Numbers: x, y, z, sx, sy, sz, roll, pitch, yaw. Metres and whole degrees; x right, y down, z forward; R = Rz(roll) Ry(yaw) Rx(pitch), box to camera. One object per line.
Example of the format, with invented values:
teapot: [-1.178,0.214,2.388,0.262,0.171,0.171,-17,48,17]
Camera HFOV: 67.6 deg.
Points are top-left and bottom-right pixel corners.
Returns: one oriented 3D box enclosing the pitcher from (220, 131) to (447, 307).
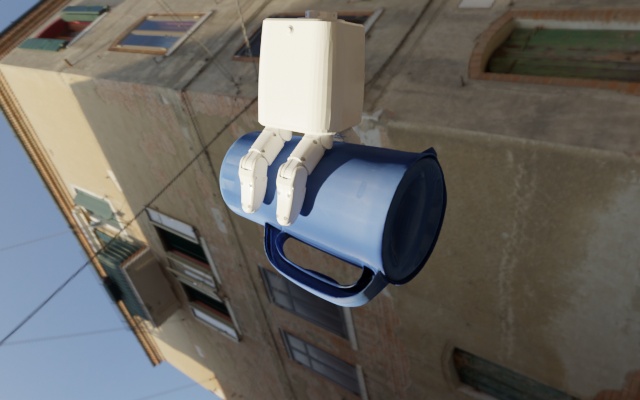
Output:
pitcher: [0.000,0.002,0.526,0.243,0.145,0.149,16,23,35]
